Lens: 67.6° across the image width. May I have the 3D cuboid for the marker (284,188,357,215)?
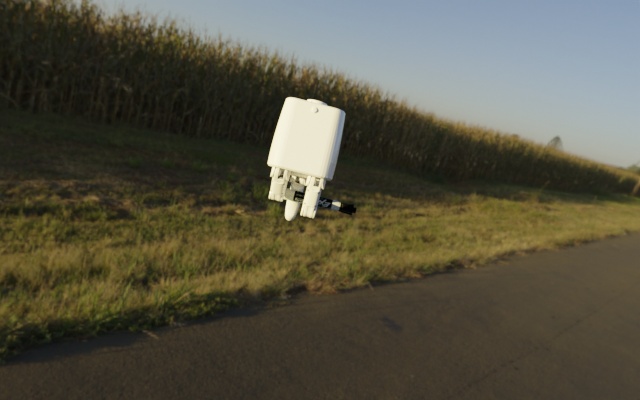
[{"bbox_3d":[0.000,0.003,0.787,0.121,0.020,0.020,14,-1,-3],"label":"marker"}]
